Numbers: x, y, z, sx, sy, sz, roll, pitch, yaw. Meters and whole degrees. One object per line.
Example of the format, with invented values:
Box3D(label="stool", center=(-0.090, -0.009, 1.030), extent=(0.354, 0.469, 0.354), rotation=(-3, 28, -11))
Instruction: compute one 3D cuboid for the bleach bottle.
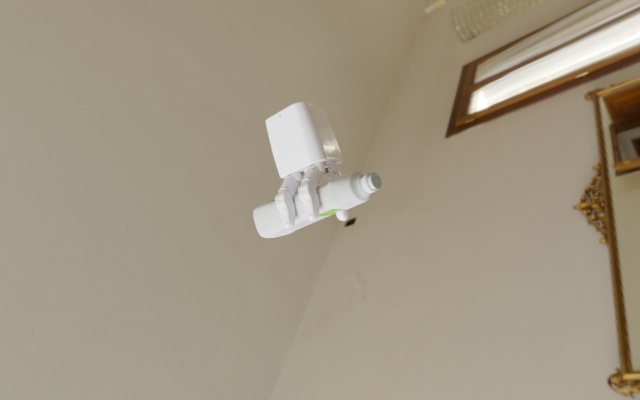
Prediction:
Box3D(label="bleach bottle", center=(0.000, 0.003, 0.818), extent=(0.251, 0.068, 0.102), rotation=(-21, -5, 39))
